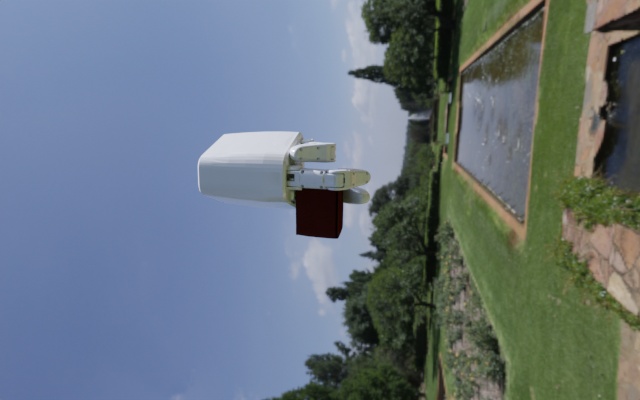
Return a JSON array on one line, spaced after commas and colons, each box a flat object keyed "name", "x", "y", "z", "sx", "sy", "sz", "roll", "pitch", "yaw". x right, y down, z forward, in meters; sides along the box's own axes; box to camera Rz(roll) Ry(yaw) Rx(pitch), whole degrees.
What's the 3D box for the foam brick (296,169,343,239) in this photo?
[{"name": "foam brick", "x": 0.000, "y": 0.002, "z": 0.581, "sx": 0.051, "sy": 0.078, "sz": 0.053, "roll": 2, "pitch": 10, "yaw": 9}]
